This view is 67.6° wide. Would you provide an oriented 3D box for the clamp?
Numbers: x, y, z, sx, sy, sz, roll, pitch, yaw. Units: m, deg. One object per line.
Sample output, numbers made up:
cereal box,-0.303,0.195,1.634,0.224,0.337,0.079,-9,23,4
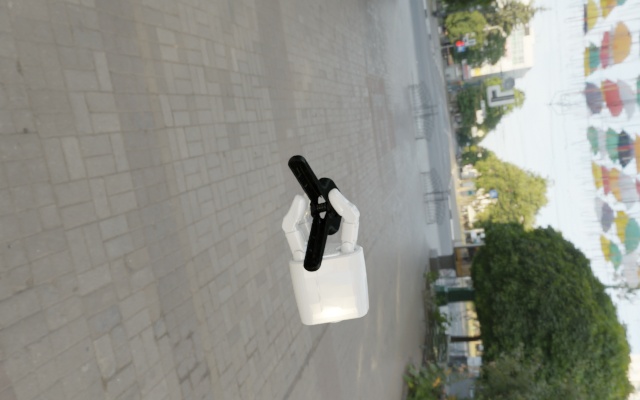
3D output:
clamp,0.001,0.002,0.748,0.036,0.164,0.210,-7,9,17
